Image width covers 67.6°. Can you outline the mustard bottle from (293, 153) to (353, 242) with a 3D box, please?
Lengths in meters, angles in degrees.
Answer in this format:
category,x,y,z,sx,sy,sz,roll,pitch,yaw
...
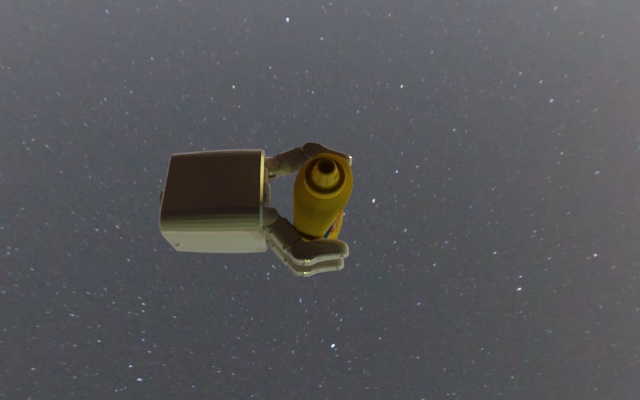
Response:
category,x,y,z,sx,sy,sz,roll,pitch,yaw
mustard bottle,0.000,0.002,0.527,0.058,0.096,0.192,21,-20,5
